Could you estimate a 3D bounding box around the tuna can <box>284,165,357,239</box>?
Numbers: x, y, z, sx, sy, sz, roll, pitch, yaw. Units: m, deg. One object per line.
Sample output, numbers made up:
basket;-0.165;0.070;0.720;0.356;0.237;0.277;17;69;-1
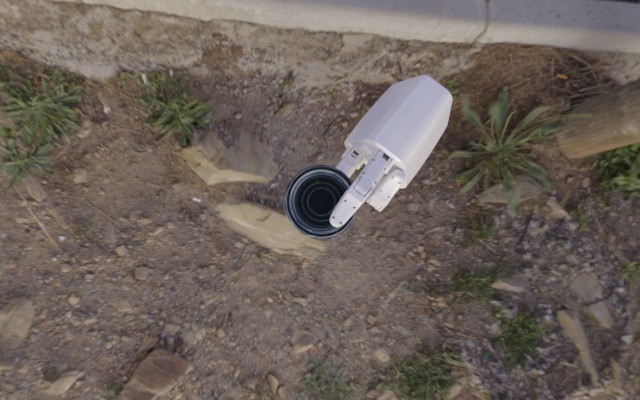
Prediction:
tuna can;0.000;0.002;0.557;0.086;0.086;0.034;0;-1;-5
